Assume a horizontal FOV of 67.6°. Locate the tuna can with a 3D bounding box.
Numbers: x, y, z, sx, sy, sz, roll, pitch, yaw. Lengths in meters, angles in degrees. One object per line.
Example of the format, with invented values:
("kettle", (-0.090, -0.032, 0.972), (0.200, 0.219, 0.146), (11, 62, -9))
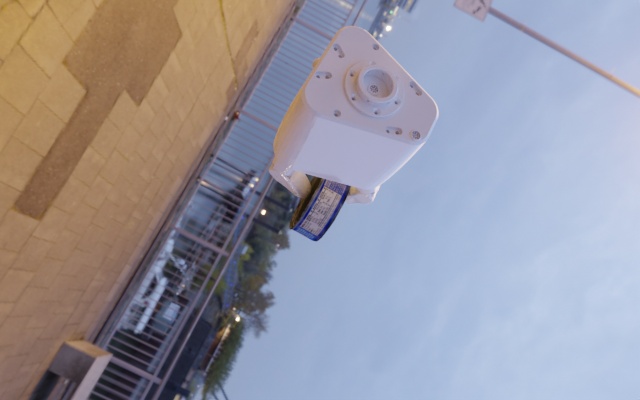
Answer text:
("tuna can", (0.001, 0.002, 0.532), (0.034, 0.086, 0.086), (29, -5, -9))
